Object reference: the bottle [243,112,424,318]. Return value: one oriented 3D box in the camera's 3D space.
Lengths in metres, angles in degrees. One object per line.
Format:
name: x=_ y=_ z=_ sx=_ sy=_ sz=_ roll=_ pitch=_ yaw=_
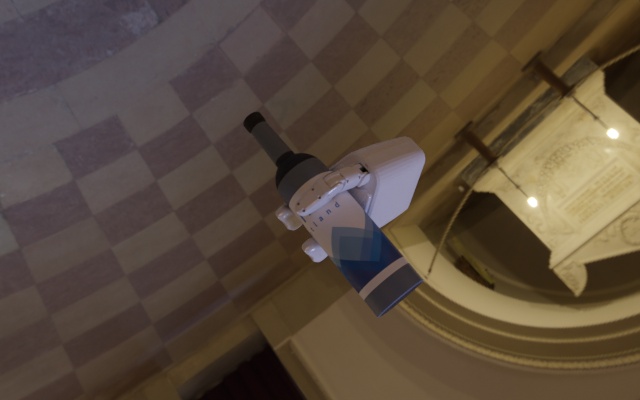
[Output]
bottle: x=0.000 y=0.002 z=0.575 sx=0.069 sy=0.295 sz=0.069 roll=-35 pitch=-19 yaw=-14
